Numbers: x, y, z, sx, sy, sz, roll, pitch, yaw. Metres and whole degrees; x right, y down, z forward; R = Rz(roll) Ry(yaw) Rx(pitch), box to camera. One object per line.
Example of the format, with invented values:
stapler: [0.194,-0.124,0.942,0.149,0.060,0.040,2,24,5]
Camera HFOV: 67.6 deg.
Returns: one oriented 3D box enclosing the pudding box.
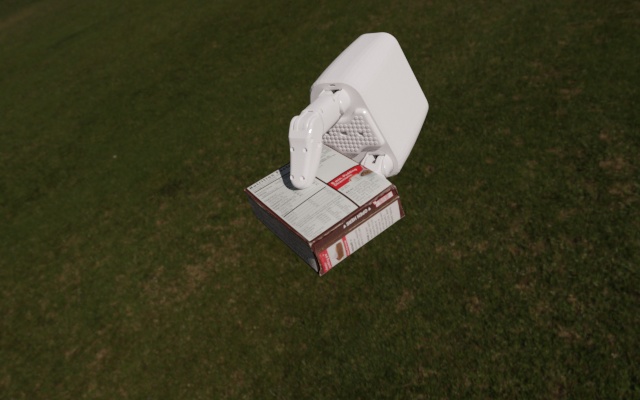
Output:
pudding box: [0.000,0.001,0.409,0.090,0.039,0.113,-34,38,-18]
